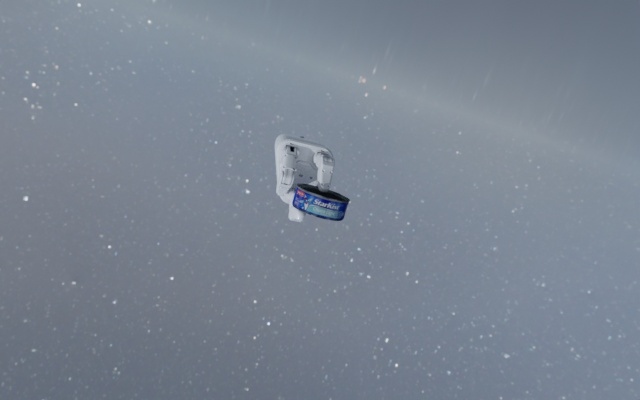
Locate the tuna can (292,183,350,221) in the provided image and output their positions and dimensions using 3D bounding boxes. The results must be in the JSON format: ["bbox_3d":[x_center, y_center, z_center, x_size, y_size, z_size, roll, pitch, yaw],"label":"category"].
[{"bbox_3d":[0.000,0.003,0.741,0.086,0.034,0.086,16,10,-3],"label":"tuna can"}]
